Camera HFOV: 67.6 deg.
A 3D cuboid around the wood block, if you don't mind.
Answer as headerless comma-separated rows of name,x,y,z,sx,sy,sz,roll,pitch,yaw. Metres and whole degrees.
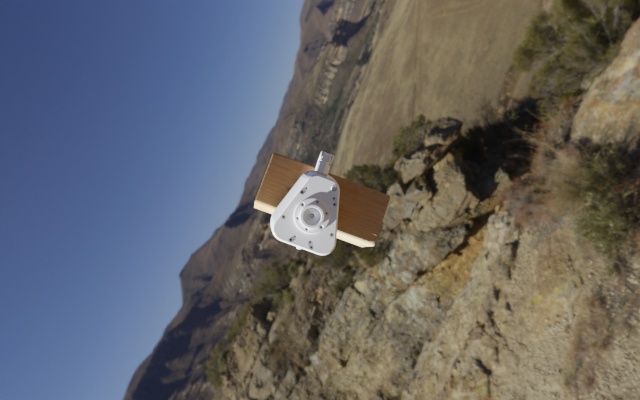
wood block,0.000,0.002,0.814,0.206,0.091,0.090,21,-9,-5
